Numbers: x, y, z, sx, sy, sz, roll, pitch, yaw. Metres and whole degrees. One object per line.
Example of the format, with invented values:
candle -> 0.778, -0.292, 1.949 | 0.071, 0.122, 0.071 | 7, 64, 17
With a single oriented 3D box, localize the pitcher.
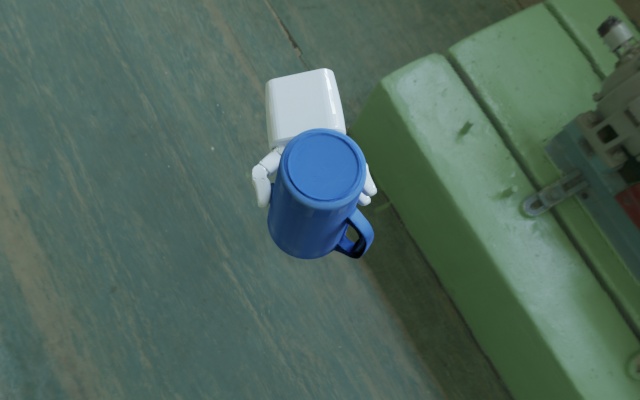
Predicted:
pitcher -> 0.000, 0.002, 0.681 | 0.149, 0.145, 0.243 | -4, -17, -8
